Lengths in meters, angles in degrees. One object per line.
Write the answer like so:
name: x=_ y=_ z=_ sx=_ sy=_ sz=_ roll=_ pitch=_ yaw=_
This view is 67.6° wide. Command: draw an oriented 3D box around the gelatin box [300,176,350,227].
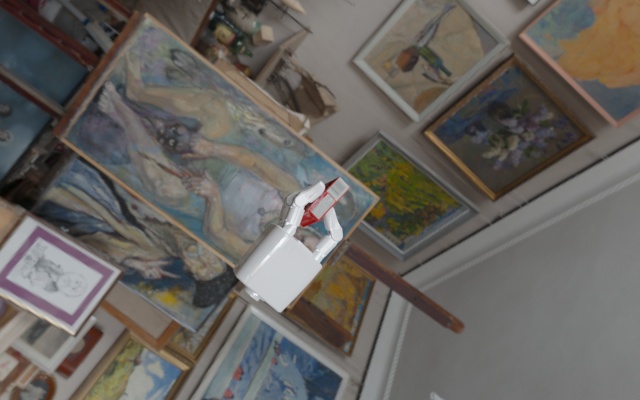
gelatin box: x=0.001 y=0.003 z=0.825 sx=0.089 sy=0.030 sz=0.073 roll=-46 pitch=9 yaw=-23
